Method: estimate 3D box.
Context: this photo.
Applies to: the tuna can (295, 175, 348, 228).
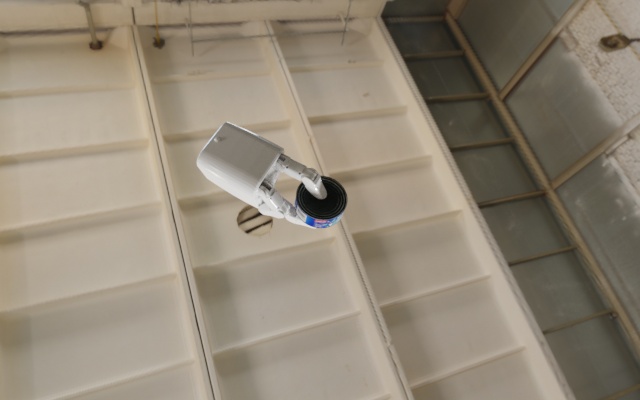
[{"bbox_3d":[0.000,0.003,0.794,0.086,0.086,0.034,0,-31,-10],"label":"tuna can"}]
